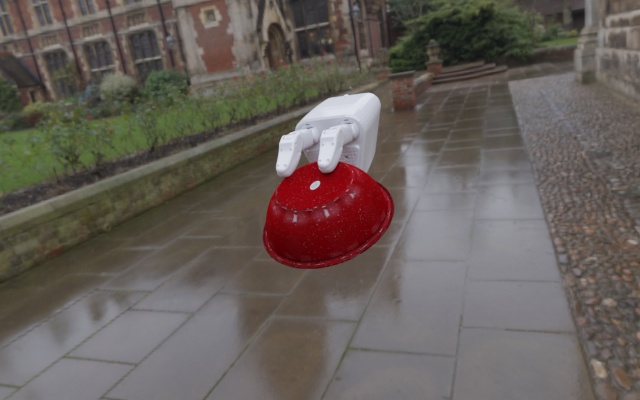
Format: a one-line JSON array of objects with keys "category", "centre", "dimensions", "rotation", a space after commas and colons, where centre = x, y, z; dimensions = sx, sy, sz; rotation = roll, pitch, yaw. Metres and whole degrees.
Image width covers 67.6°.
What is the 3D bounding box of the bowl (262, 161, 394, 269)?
[{"category": "bowl", "centre": [0.000, 0.002, 0.549], "dimensions": [0.162, 0.055, 0.162], "rotation": [-13, 37, 10]}]
